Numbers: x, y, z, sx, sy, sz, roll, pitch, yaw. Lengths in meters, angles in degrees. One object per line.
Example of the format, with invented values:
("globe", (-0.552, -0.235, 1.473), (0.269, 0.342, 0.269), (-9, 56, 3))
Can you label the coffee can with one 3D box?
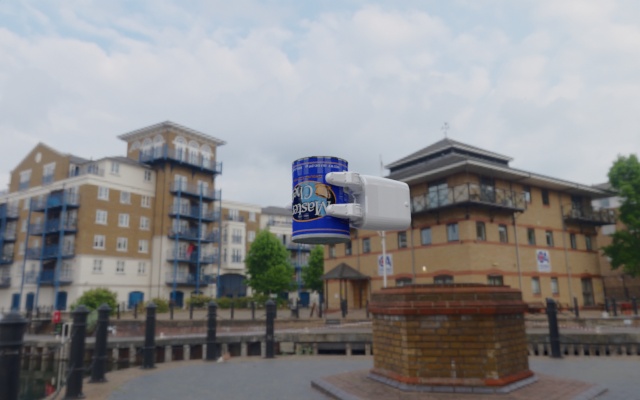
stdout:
("coffee can", (0.000, 0.003, 0.843), (0.103, 0.140, 0.103), (-1, -12, 0))
